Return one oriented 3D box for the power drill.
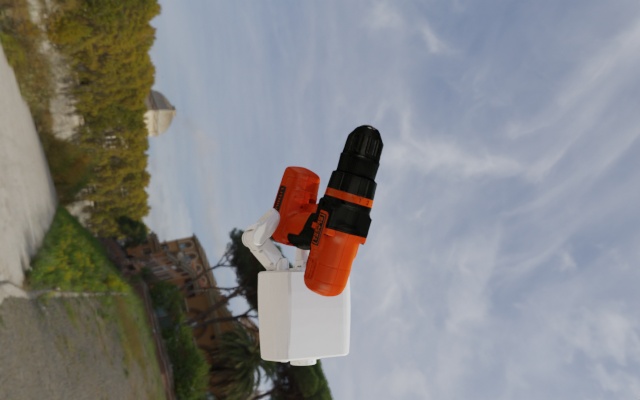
[{"bbox_3d":[0.000,0.002,0.564,0.057,0.184,0.187,18,0,-22],"label":"power drill"}]
